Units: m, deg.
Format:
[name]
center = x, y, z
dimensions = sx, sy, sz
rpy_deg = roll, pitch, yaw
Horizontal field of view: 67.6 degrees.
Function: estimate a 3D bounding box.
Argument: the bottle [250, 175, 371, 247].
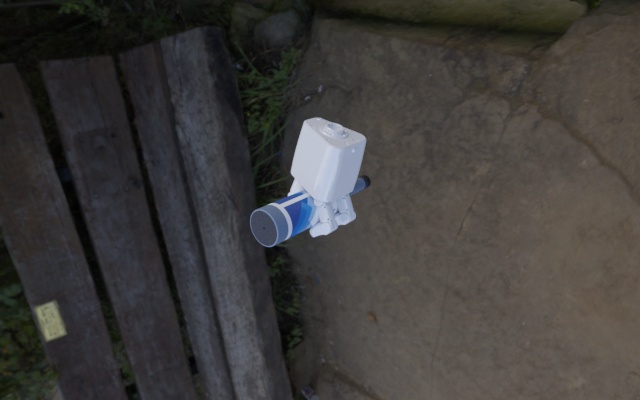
[bottle]
center = 0.000, 0.003, 0.889
dimensions = 0.069, 0.069, 0.295
rpy_deg = 0, 17, 42
